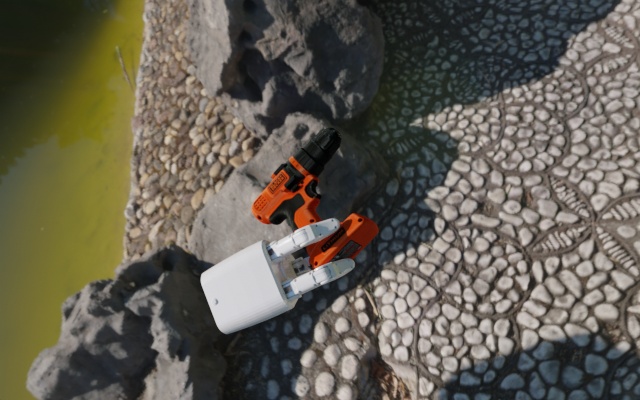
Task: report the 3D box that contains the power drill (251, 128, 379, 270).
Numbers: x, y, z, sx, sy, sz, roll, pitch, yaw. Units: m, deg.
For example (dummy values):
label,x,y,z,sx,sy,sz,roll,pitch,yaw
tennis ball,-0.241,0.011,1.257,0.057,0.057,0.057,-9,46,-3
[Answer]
label,x,y,z,sx,sy,sz,roll,pitch,yaw
power drill,0.000,0.003,0.699,0.057,0.184,0.187,30,15,-51
